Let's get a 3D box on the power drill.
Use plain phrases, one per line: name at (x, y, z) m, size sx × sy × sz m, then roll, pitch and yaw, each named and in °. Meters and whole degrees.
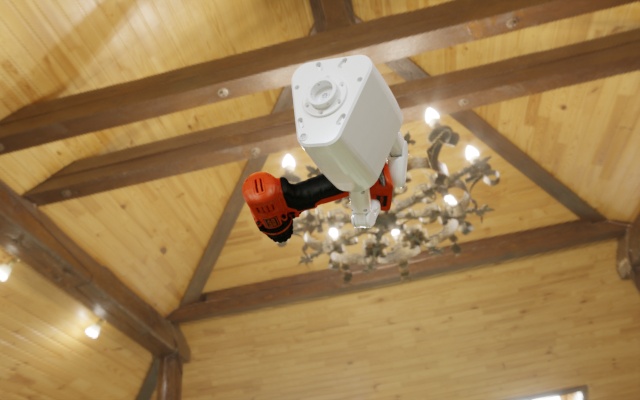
power drill at (0.001, 0.002, 0.644) m, size 0.187 × 0.057 × 0.184 m, roll -15°, pitch -21°, yaw -1°
